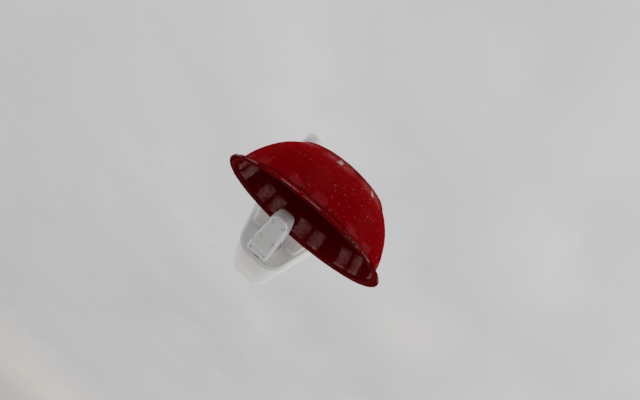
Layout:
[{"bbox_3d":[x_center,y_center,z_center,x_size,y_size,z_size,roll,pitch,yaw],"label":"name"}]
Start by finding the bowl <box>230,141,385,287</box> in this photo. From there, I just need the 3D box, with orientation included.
[{"bbox_3d":[0.001,0.001,0.407,0.162,0.055,0.162,39,-14,12],"label":"bowl"}]
